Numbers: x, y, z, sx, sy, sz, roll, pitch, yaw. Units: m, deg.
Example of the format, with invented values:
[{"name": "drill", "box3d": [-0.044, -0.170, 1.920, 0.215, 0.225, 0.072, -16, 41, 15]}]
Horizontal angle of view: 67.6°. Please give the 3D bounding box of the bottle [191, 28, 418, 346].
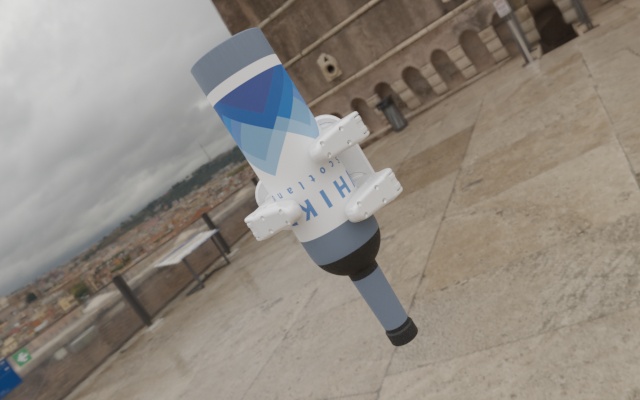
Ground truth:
[{"name": "bottle", "box3d": [0.000, 0.001, 0.411, 0.069, 0.296, 0.069, -31, 10, 6]}]
